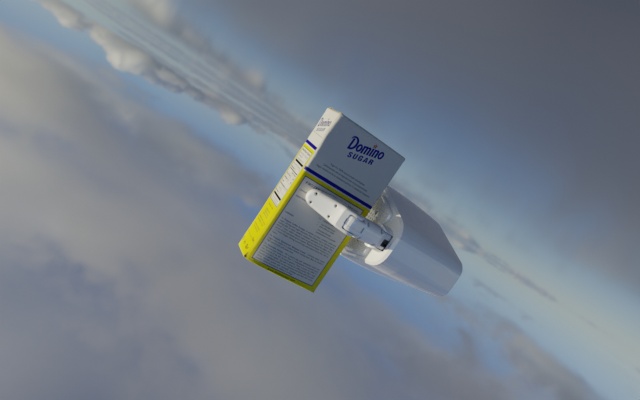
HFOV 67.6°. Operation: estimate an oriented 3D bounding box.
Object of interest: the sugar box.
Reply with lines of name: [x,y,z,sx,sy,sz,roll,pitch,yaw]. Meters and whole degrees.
sugar box: [0.000,0.002,0.504,0.093,0.176,0.048,31,6,-27]
